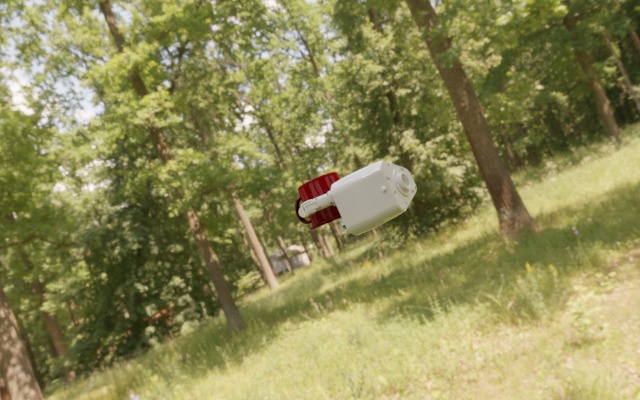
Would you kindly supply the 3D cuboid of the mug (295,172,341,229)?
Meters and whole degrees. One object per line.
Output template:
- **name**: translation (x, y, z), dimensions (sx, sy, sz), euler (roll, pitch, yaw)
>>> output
- **mug**: translation (-0.001, 0.003, 0.895), dimensions (0.117, 0.081, 0.093), euler (-26, -5, 33)
